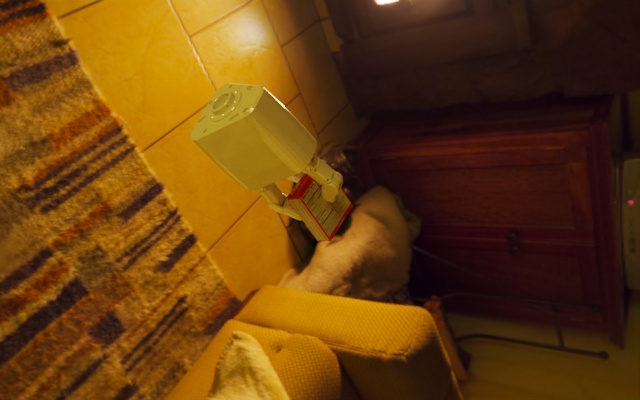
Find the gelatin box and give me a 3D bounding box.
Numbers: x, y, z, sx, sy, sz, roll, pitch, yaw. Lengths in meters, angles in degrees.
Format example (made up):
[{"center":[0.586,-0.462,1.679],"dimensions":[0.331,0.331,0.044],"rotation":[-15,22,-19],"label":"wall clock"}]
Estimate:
[{"center":[0.001,0.002,0.677],"dimensions":[0.030,0.089,0.073],"rotation":[-5,40,44],"label":"gelatin box"}]
